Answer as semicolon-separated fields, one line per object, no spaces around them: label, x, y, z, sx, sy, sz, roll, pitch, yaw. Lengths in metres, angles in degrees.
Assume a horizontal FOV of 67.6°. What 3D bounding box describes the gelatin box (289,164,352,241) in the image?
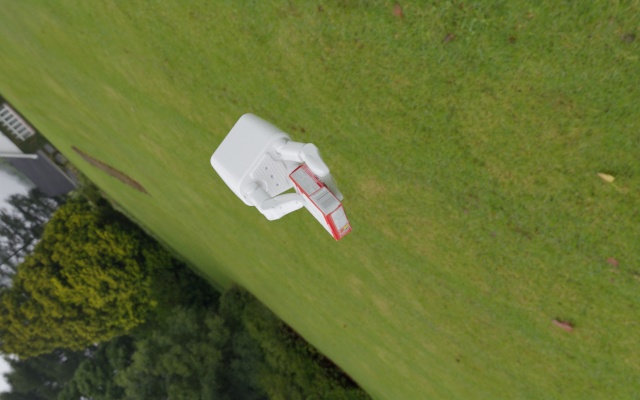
gelatin box;0.000;0.003;0.639;0.030;0.089;0.073;-38;-33;-9
